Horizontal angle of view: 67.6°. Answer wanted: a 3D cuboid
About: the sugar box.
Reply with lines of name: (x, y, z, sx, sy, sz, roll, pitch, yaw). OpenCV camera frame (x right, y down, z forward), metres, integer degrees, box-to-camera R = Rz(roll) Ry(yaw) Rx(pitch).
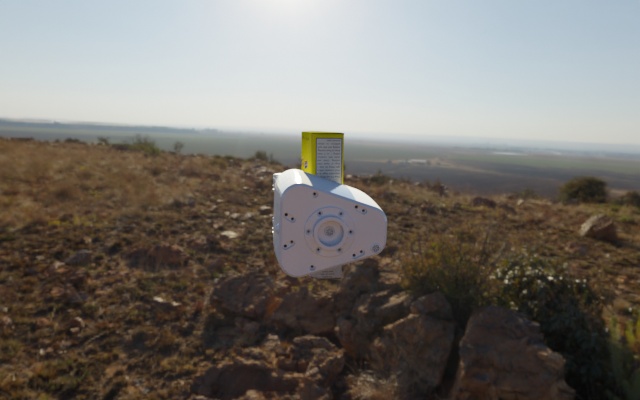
sugar box: (0.000, 0.002, 0.602, 0.048, 0.176, 0.093, 1, 8, -9)
